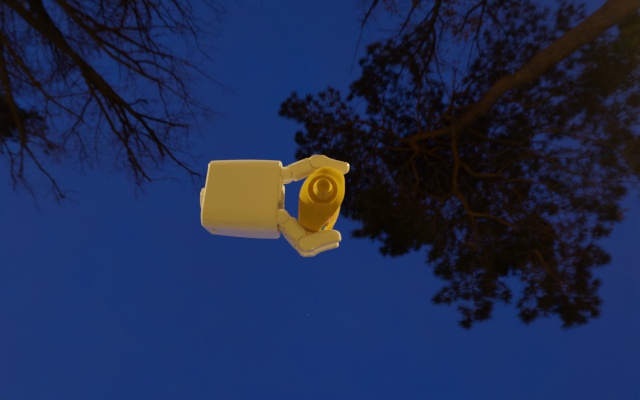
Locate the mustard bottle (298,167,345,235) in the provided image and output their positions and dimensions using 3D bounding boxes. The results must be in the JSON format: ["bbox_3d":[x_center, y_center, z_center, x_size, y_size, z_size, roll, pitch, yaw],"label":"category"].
[{"bbox_3d":[0.000,0.002,0.694,0.058,0.096,0.192,26,-13,5],"label":"mustard bottle"}]
